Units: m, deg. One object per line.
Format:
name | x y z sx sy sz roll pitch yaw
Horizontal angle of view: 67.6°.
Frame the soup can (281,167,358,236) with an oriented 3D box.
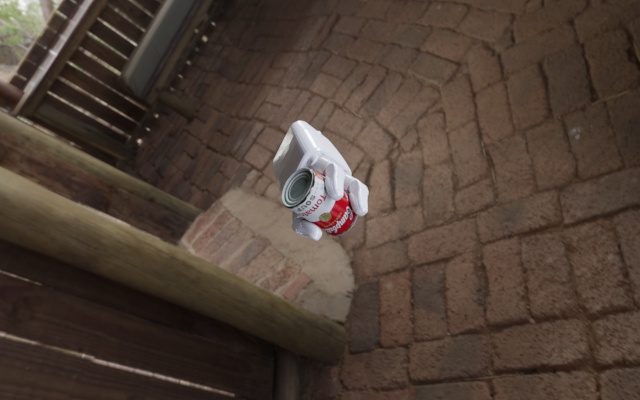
soup can | 0.000 0.003 0.716 0.102 0.068 0.068 33 -21 -36
